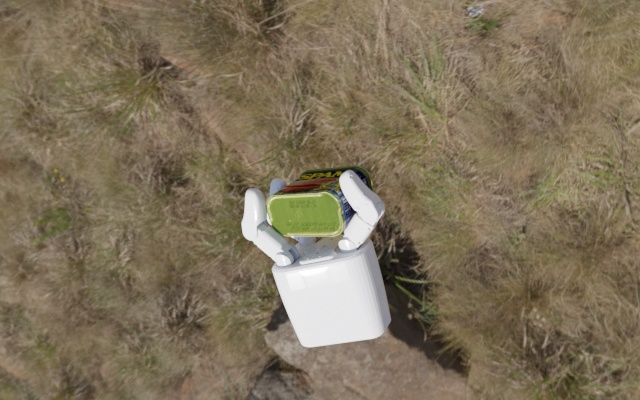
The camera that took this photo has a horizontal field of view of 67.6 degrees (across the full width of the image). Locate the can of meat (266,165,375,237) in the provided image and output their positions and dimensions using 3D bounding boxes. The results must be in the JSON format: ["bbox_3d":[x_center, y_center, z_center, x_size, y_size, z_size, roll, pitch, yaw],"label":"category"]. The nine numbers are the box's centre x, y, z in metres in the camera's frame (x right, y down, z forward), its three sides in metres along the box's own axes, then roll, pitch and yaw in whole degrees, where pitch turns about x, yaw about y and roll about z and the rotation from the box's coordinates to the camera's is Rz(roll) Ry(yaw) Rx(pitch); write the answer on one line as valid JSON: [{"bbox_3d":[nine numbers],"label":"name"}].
[{"bbox_3d":[0.000,0.002,0.551,0.102,0.057,0.084,-3,20,31],"label":"can of meat"}]
